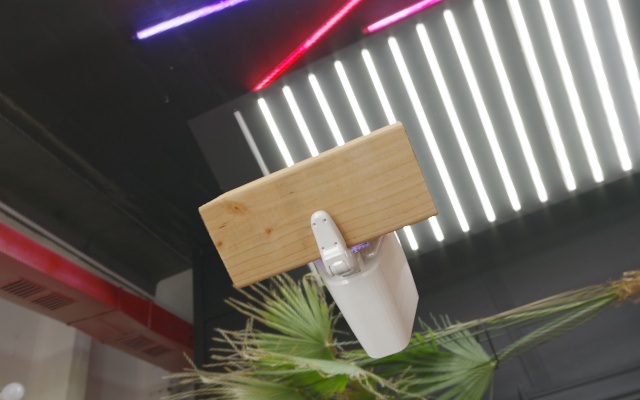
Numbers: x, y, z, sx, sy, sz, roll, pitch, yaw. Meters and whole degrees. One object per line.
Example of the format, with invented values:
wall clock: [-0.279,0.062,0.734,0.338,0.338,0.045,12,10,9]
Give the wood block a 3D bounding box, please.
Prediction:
wood block: [0.000,0.002,0.480,0.206,0.090,0.091,-22,9,10]
